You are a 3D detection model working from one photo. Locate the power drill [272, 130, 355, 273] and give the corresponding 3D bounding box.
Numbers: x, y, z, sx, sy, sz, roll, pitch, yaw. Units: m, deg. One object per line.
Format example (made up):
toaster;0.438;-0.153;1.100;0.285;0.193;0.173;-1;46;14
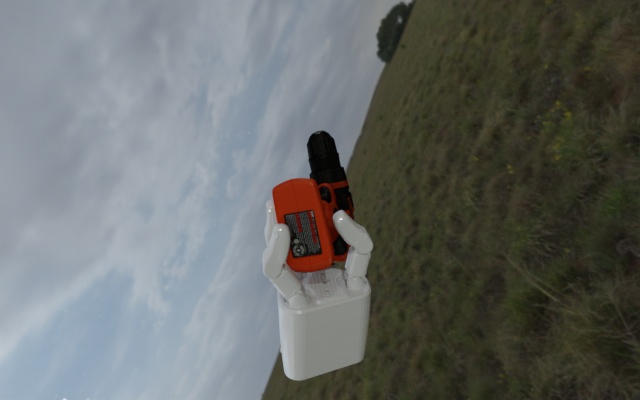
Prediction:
power drill;0.000;0.002;0.601;0.057;0.184;0.187;-12;4;17
